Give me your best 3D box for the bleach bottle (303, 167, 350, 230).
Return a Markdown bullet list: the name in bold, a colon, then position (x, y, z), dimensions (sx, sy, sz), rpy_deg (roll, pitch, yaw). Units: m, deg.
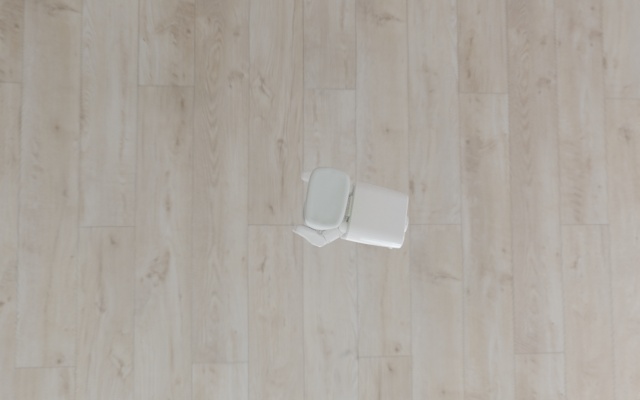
- **bleach bottle**: position (0.000, 0.003, 0.886), dimensions (0.068, 0.102, 0.251), rpy_deg (10, -4, -4)
